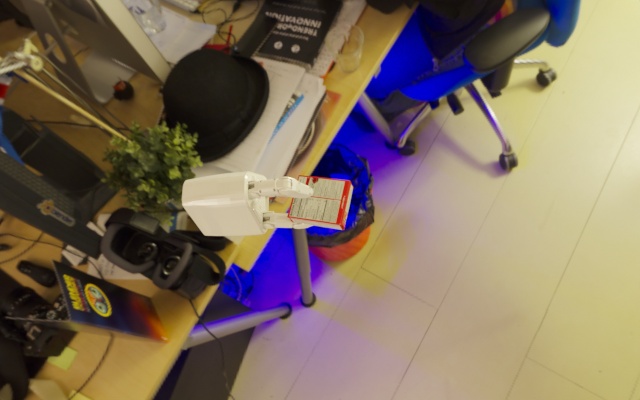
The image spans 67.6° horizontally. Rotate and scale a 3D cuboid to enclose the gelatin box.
[{"bbox_3d":[0.000,0.002,0.742,0.089,0.073,0.030,7,-19,18],"label":"gelatin box"}]
